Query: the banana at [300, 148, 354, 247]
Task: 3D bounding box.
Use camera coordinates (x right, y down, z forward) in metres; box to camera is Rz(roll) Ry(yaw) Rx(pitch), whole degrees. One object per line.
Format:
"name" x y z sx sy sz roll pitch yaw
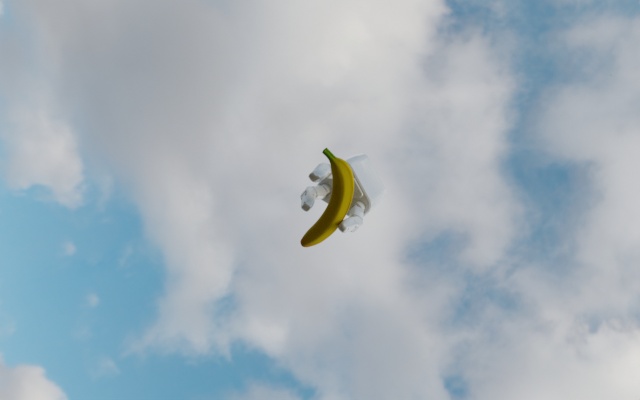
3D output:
"banana" 0.018 0.007 0.840 0.069 0.198 0.037 22 25 15
